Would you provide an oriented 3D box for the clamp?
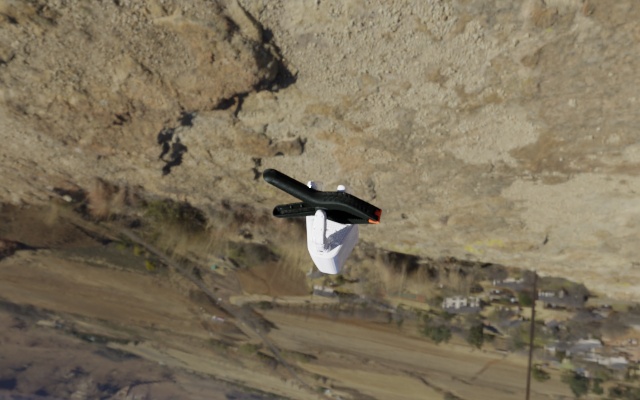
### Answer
[{"bbox_3d":[0.000,0.004,0.828,0.210,0.036,0.165,9,-24,13],"label":"clamp"}]
